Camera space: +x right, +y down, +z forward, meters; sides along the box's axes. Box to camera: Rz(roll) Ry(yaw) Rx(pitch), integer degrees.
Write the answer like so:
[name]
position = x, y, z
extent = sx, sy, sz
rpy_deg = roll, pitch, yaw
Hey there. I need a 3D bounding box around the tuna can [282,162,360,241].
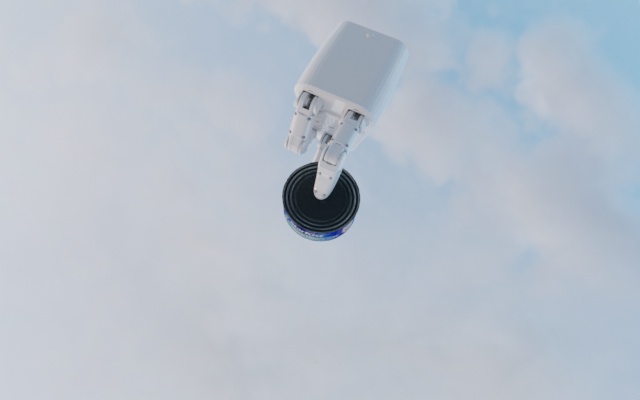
[tuna can]
position = 0.000, 0.002, 0.535
extent = 0.086, 0.086, 0.034
rpy_deg = 0, -24, -3
